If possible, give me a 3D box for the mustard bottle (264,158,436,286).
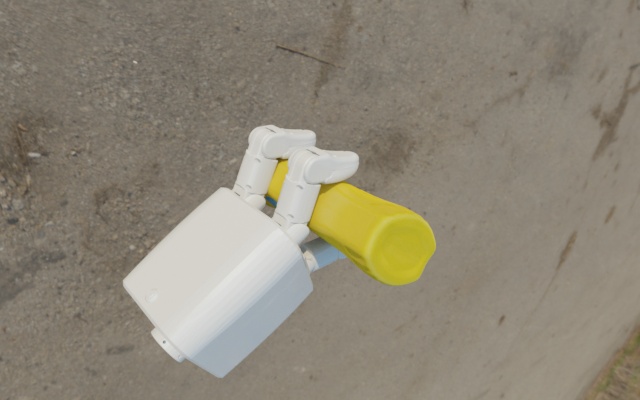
[{"bbox_3d":[0.000,0.001,0.410,0.191,0.058,0.096,31,3,40],"label":"mustard bottle"}]
